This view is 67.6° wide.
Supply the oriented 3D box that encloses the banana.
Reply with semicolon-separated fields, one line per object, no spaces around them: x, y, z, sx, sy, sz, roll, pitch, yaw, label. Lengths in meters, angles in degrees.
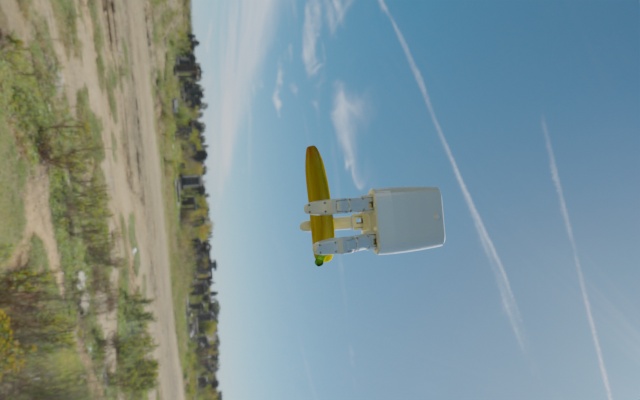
0.000;0.013;0.736;0.037;0.197;0.070;-5;-24;-3;banana
